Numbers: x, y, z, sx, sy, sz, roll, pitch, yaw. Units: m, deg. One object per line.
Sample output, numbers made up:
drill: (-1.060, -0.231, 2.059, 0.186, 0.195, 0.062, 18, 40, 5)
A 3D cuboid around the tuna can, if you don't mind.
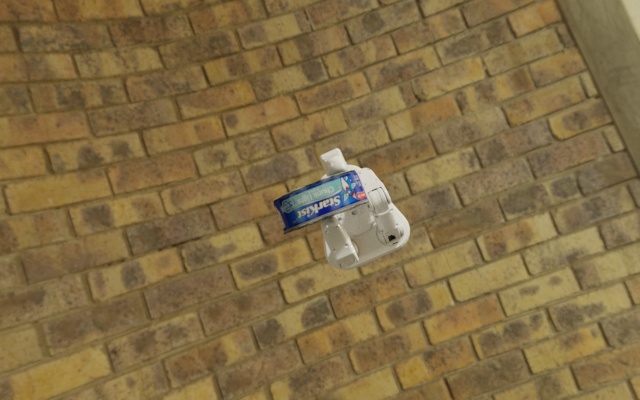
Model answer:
tuna can: (0.000, 0.001, 0.449, 0.086, 0.034, 0.086, -21, -3, -1)
